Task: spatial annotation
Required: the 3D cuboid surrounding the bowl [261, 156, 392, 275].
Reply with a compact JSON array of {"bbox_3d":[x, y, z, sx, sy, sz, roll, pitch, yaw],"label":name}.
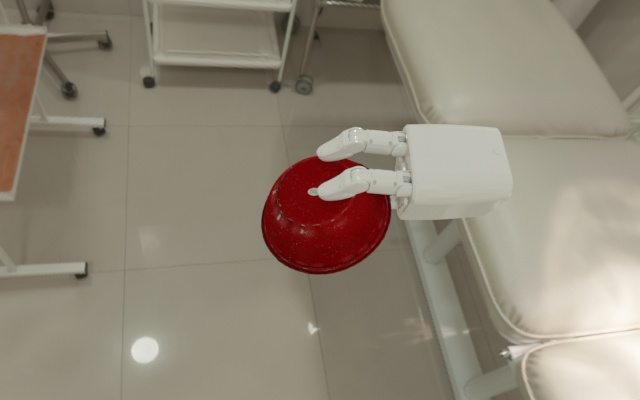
[{"bbox_3d":[-0.001,0.002,0.558,0.162,0.162,0.055,0,-31,14],"label":"bowl"}]
